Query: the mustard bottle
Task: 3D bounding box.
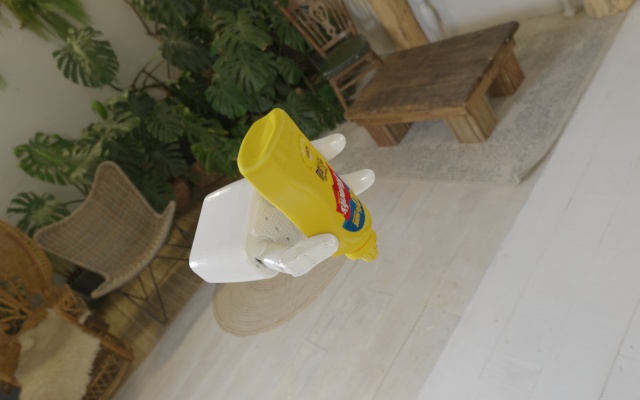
[{"bbox_3d":[0.000,0.001,0.487,0.058,0.192,0.096,-31,32,21],"label":"mustard bottle"}]
